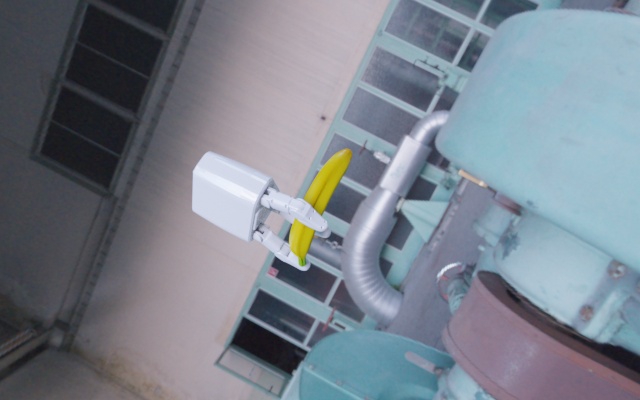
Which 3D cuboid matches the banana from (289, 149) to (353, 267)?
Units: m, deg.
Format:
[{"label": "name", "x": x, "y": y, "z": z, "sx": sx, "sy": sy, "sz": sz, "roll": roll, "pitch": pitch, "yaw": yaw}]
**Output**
[{"label": "banana", "x": -0.004, "y": 0.003, "z": 0.719, "sx": 0.037, "sy": 0.198, "sz": 0.069, "roll": 24, "pitch": -5, "yaw": 11}]
